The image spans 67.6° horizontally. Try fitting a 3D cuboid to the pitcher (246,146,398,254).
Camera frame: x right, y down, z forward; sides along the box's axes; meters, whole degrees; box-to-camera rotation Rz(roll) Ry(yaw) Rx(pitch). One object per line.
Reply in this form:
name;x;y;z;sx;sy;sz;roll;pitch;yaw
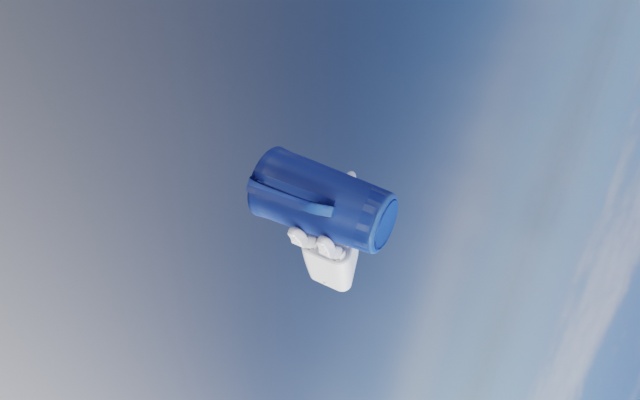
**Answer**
pitcher;0.000;0.003;0.819;0.243;0.149;0.145;20;-37;23
